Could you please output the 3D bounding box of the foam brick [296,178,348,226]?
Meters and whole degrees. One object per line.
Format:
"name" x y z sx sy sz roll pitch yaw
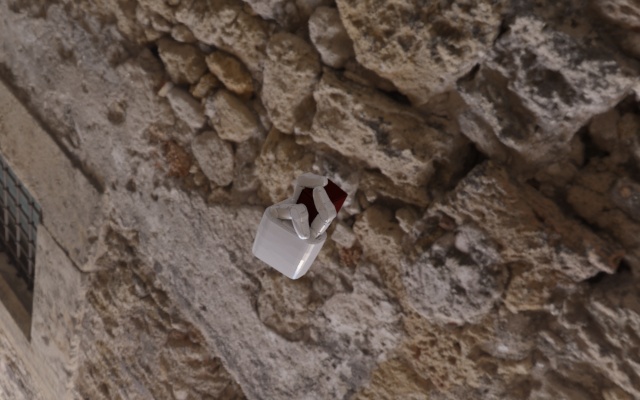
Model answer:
"foam brick" 0.000 0.003 0.863 0.053 0.051 0.078 42 40 21
